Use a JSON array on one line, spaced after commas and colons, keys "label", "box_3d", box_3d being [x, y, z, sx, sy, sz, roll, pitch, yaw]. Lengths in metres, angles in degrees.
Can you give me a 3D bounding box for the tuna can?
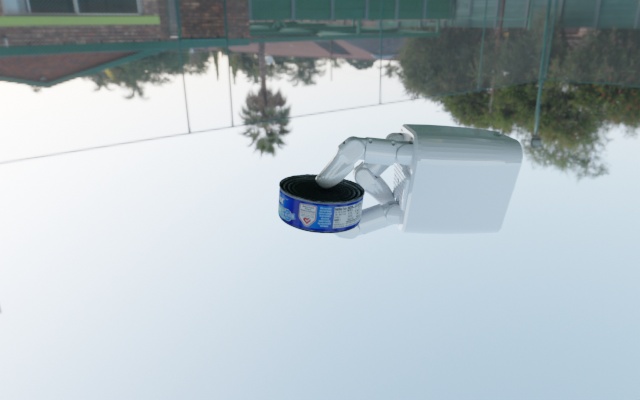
[{"label": "tuna can", "box_3d": [0.000, 0.002, 0.480, 0.086, 0.034, 0.086, 5, 20, -2]}]
